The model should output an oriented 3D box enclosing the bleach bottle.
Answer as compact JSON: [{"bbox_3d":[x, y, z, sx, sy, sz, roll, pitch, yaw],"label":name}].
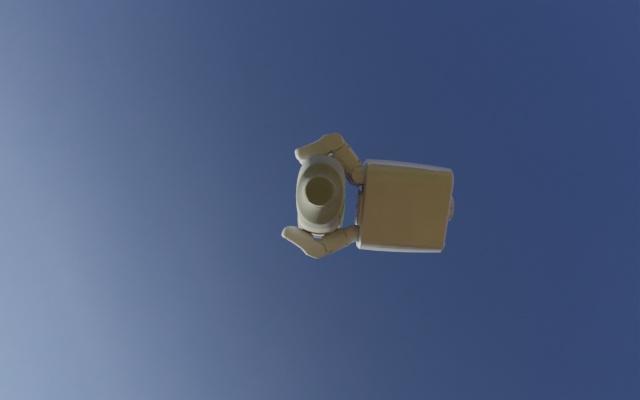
[{"bbox_3d":[0.000,0.002,0.591,0.068,0.102,0.251,5,-1,1],"label":"bleach bottle"}]
